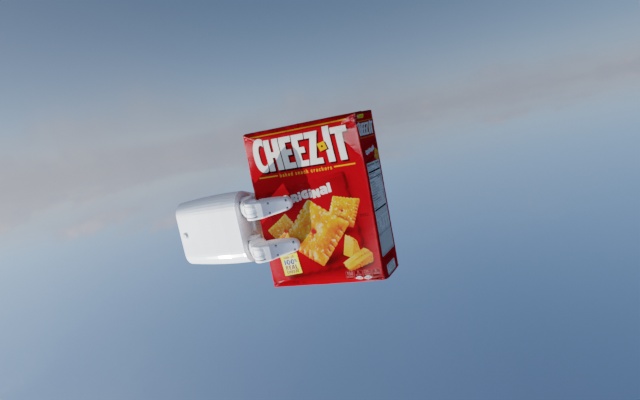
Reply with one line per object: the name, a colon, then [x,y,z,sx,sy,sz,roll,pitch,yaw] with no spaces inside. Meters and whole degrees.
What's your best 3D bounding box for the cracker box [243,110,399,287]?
cracker box: [0.000,0.002,0.631,0.164,0.214,0.072,-7,9,25]
